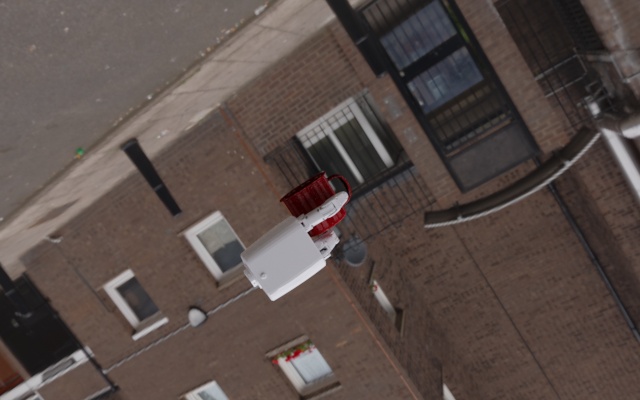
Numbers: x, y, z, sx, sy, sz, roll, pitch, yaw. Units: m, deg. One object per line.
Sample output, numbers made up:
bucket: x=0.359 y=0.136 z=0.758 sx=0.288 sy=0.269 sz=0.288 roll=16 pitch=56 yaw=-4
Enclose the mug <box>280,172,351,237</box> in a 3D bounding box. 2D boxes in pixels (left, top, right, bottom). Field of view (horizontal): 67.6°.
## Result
mug: x=0.001 y=0.002 z=0.818 sx=0.117 sy=0.081 sz=0.093 roll=-34 pitch=8 yaw=-12
